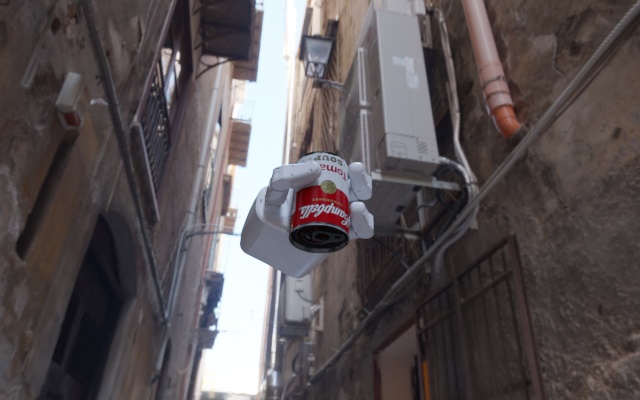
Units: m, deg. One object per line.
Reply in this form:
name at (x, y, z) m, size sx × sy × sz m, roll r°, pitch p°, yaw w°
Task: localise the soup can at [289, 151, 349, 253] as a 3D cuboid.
soup can at (0.000, 0.001, 0.560) m, size 0.068 × 0.102 × 0.068 m, roll 2°, pitch -33°, yaw 1°
